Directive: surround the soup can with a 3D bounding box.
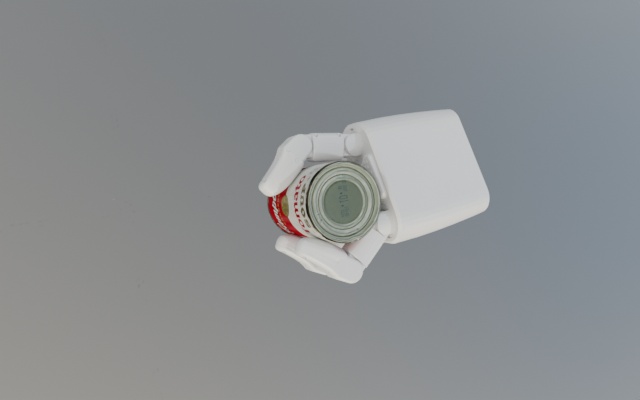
[{"bbox_3d":[0.000,0.001,0.422,0.068,0.068,0.102,0,0,-23],"label":"soup can"}]
